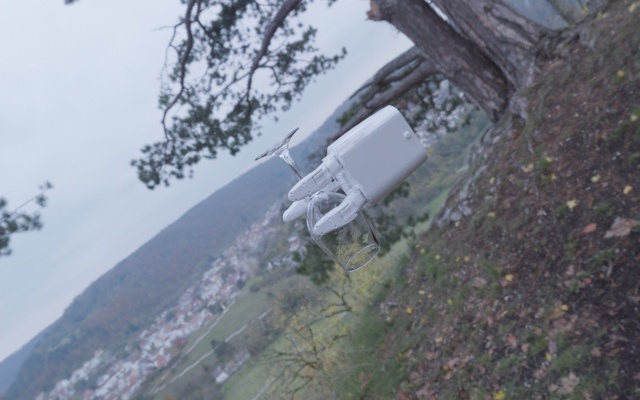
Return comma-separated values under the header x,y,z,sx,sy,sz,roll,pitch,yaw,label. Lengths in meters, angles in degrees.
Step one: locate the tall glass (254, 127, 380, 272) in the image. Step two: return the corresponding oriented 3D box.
x,y,z,sx,sy,sz,roll,pitch,yaw,label
0.000,0.002,0.655,0.079,0.201,0.079,-36,8,6,tall glass
